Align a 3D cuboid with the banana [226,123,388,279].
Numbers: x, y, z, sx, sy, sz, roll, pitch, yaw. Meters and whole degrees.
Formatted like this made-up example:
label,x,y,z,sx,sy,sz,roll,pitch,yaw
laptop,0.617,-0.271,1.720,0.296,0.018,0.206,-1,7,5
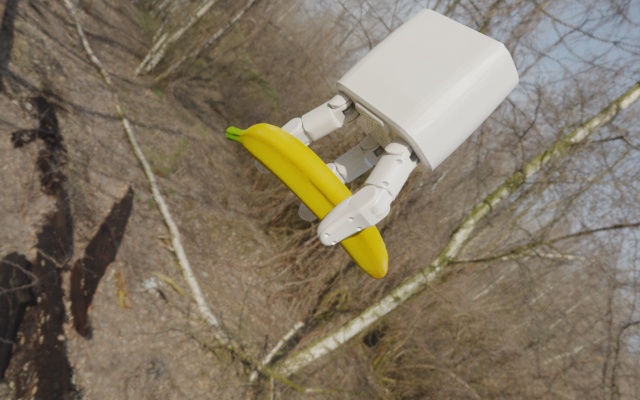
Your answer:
label,x,y,z,sx,sy,sz,roll,pitch,yaw
banana,0.003,-0.001,0.409,0.198,0.037,0.069,46,-10,-12
